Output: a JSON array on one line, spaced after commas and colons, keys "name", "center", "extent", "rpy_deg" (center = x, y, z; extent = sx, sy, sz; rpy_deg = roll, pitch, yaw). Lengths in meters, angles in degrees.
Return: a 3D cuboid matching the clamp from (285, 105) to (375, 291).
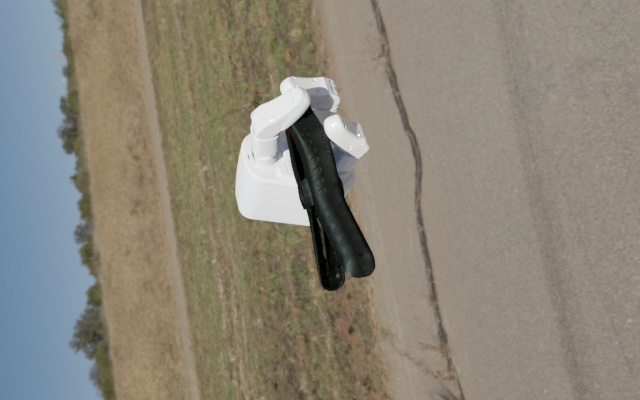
[{"name": "clamp", "center": [-0.001, 0.001, 0.427], "extent": [0.039, 0.171, 0.120], "rpy_deg": [-9, -23, -19]}]
